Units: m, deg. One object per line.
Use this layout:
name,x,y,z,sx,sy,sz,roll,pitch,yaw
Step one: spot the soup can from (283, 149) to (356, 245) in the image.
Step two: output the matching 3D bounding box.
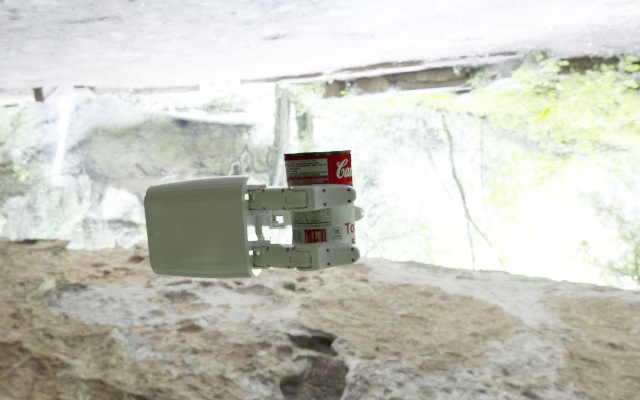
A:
soup can,0.001,0.002,0.479,0.068,0.102,0.068,-3,6,0
